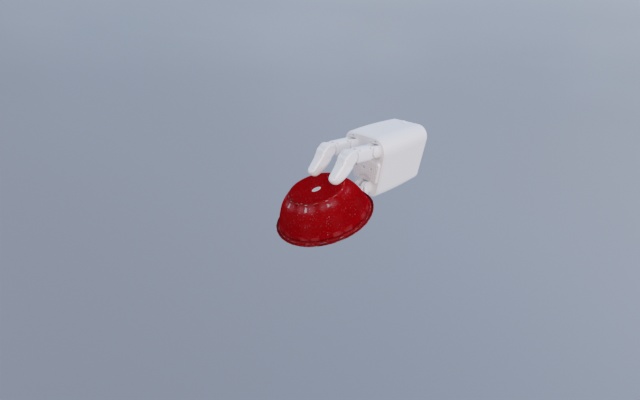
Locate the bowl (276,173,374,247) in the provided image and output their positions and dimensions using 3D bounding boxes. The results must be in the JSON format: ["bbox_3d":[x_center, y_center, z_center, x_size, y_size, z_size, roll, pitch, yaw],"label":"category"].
[{"bbox_3d":[-0.001,0.003,0.755,0.162,0.055,0.162,-12,32,8],"label":"bowl"}]
